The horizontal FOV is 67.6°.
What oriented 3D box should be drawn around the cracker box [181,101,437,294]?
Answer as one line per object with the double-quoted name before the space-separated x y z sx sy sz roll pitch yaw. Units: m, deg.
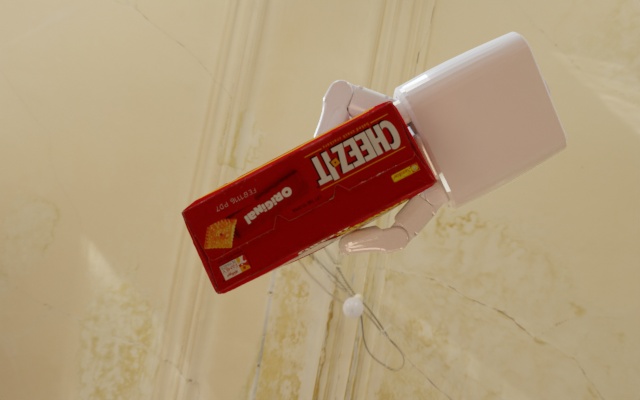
"cracker box" 0.000 0.002 0.416 0.164 0.072 0.214 -28 -6 4
